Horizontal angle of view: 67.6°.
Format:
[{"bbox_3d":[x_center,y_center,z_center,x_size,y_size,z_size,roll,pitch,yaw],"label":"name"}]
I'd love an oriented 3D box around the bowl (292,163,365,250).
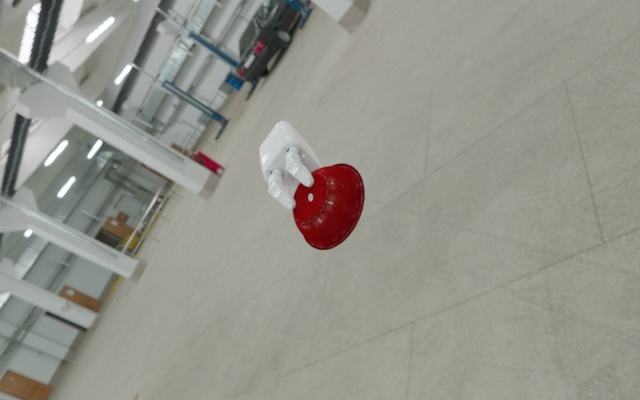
[{"bbox_3d":[0.000,0.003,0.833,0.055,0.162,0.162,22,-14,-39],"label":"bowl"}]
